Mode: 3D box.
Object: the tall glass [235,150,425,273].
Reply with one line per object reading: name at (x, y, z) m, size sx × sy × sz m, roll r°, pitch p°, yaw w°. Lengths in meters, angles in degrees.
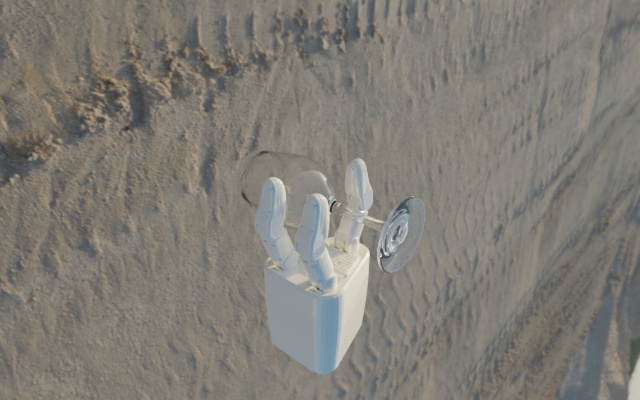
tall glass at (0.001, 0.002, 0.487) m, size 0.201 × 0.079 × 0.079 m, roll 22°, pitch 14°, yaw 36°
